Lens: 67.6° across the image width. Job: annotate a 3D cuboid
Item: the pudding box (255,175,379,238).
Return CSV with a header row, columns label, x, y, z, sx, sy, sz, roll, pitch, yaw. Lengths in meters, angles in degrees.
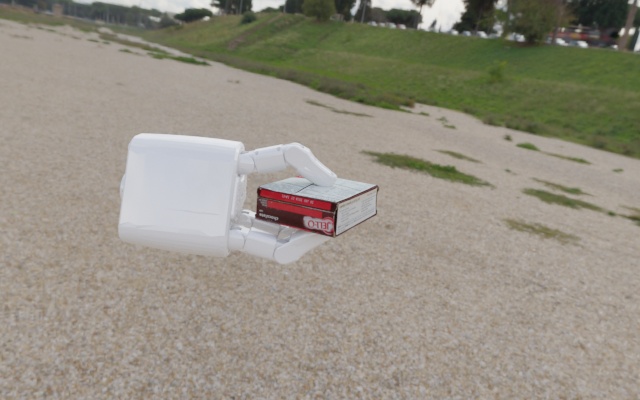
label,x,y,z,sx,sy,sz,roll,pitch,yaw
pudding box,0.000,0.001,0.496,0.090,0.039,0.113,13,17,25
